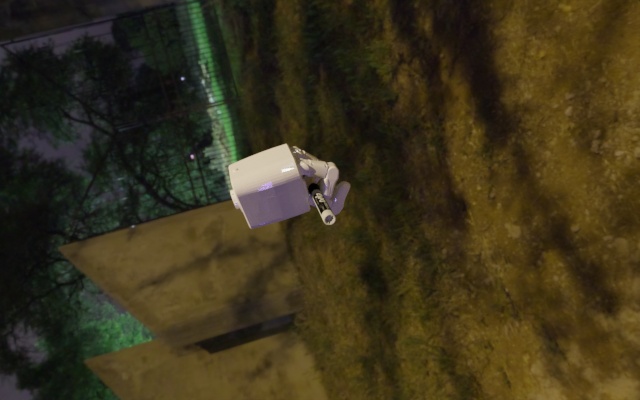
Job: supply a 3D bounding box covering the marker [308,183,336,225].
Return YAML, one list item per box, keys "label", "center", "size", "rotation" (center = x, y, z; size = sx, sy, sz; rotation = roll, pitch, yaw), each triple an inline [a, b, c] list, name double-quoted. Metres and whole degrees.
- label: "marker"
  center: [0.000, 0.002, 0.749]
  size: [0.020, 0.020, 0.121]
  rotation: [0, 25, -14]
